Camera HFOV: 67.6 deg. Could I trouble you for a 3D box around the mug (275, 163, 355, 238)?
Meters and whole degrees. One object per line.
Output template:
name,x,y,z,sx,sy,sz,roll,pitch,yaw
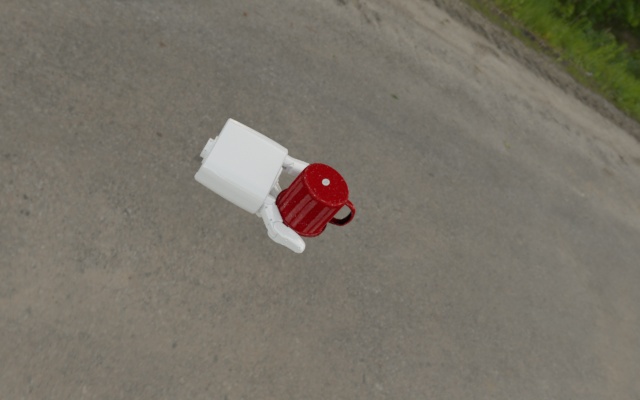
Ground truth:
mug,0.001,0.003,0.733,0.117,0.093,0.081,29,-46,-14
